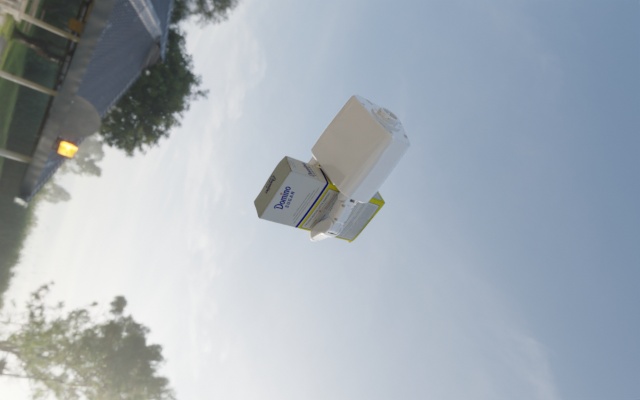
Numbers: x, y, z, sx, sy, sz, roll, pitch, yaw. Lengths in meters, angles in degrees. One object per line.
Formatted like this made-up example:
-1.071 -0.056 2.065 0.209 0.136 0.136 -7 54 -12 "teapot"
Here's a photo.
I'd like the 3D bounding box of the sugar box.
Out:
0.000 0.002 0.710 0.176 0.093 0.048 20 30 -33 "sugar box"
